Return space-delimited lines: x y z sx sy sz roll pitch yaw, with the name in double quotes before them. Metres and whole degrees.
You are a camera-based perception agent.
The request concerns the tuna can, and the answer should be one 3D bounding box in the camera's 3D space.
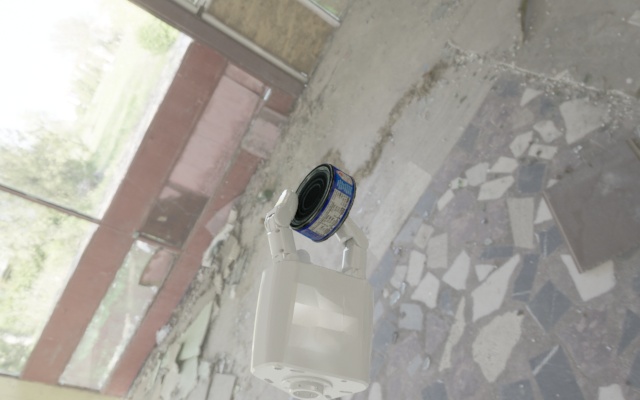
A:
"tuna can" 0.000 0.001 0.536 0.034 0.086 0.086 30 -14 -24
